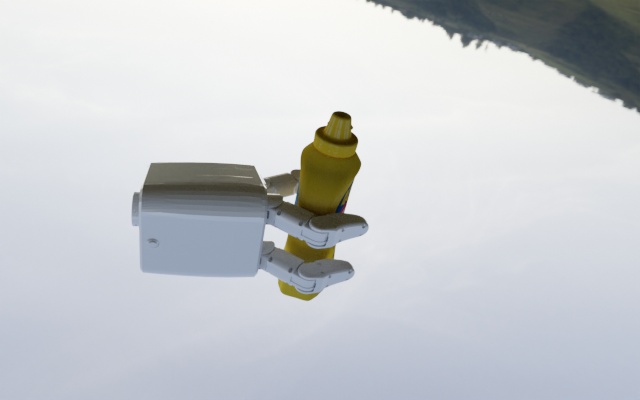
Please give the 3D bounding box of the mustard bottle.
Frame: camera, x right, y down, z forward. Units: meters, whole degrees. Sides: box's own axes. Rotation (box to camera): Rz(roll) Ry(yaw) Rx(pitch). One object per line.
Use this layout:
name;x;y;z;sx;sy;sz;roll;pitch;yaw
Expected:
mustard bottle;0.000;0.002;0.476;0.058;0.192;0.096;17;33;6
